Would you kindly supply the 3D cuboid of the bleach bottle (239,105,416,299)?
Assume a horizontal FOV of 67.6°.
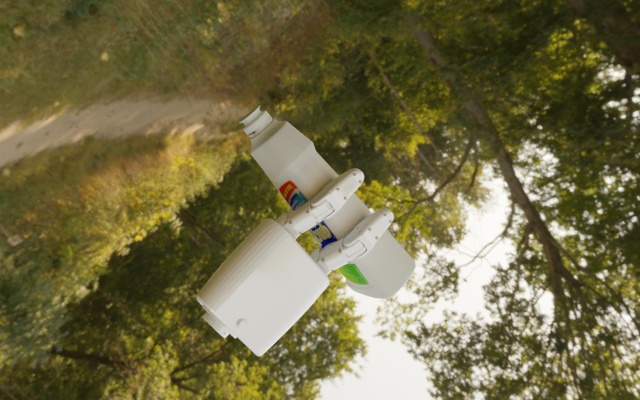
[{"bbox_3d":[0.000,0.002,0.537,0.068,0.251,0.102,-46,19,-18],"label":"bleach bottle"}]
